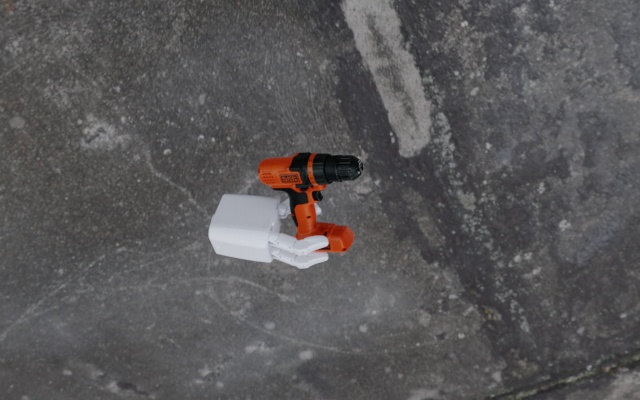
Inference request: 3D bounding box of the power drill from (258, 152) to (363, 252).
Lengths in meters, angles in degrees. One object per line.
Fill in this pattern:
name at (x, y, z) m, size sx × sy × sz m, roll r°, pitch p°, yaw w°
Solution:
power drill at (0.000, 0.003, 0.817) m, size 0.184 × 0.188 × 0.057 m, roll 1°, pitch 36°, yaw 27°
